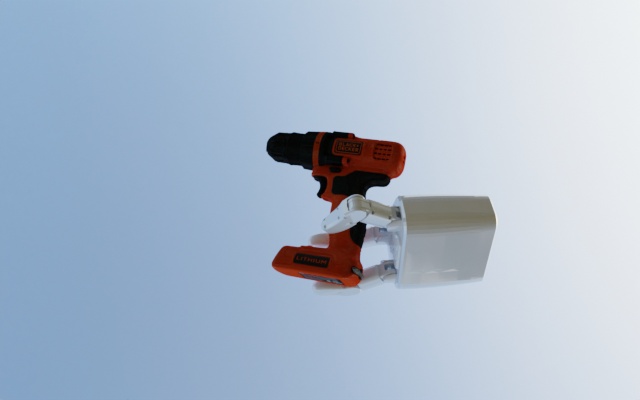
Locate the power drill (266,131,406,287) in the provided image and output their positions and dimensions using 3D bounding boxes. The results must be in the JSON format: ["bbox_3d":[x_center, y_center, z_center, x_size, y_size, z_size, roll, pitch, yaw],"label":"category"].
[{"bbox_3d":[0.000,0.002,0.586,0.184,0.187,0.057,8,-17,20],"label":"power drill"}]
